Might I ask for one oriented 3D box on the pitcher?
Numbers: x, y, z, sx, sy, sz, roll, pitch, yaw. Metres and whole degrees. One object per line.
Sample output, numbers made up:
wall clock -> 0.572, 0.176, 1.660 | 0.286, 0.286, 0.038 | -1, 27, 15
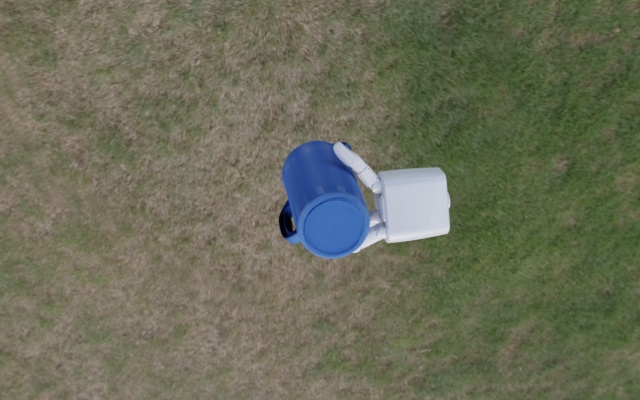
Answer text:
pitcher -> 0.000, 0.003, 0.796 | 0.145, 0.149, 0.242 | -4, 23, -5
